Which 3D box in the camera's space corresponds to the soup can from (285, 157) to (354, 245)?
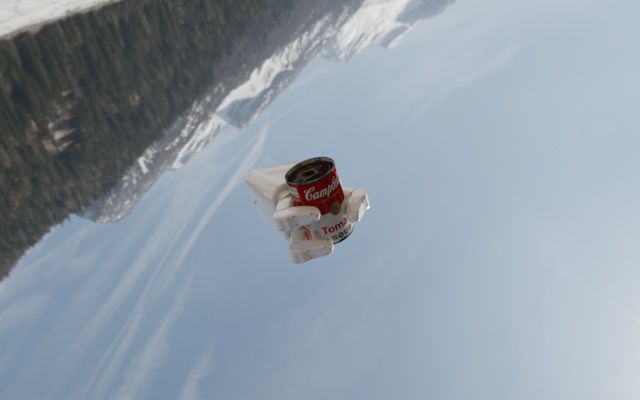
[{"bbox_3d":[0.001,0.002,0.640,0.068,0.102,0.068,-15,29,8],"label":"soup can"}]
